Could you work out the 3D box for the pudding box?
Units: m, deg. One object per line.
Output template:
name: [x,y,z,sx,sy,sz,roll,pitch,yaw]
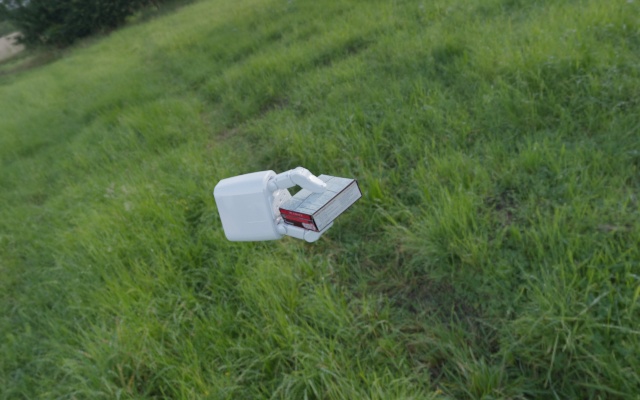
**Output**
pudding box: [0.000,0.002,0.794,0.113,0.039,0.090,-40,32,-29]
